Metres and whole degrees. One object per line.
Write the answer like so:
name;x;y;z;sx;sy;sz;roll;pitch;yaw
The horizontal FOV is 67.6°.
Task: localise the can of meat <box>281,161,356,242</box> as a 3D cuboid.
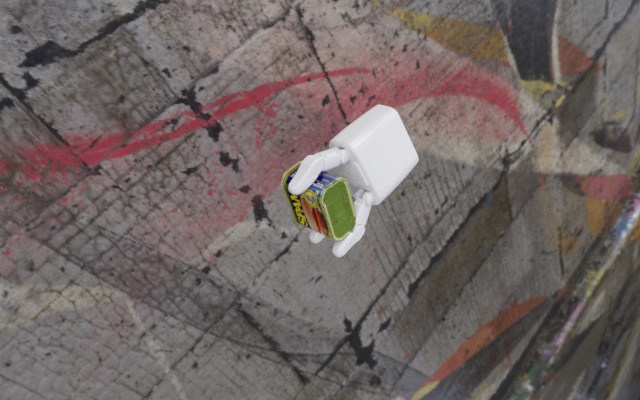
can of meat;0.000;0.002;0.689;0.057;0.102;0.084;-40;42;-27
